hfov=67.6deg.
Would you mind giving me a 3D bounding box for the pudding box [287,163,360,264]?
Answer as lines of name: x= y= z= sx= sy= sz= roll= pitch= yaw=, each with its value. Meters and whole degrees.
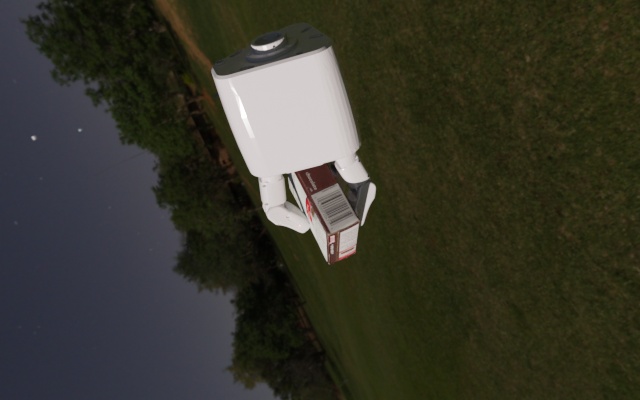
pudding box: x=0.000 y=0.002 z=0.516 sx=0.039 sy=0.113 sz=0.090 roll=-23 pitch=-25 yaw=-9
